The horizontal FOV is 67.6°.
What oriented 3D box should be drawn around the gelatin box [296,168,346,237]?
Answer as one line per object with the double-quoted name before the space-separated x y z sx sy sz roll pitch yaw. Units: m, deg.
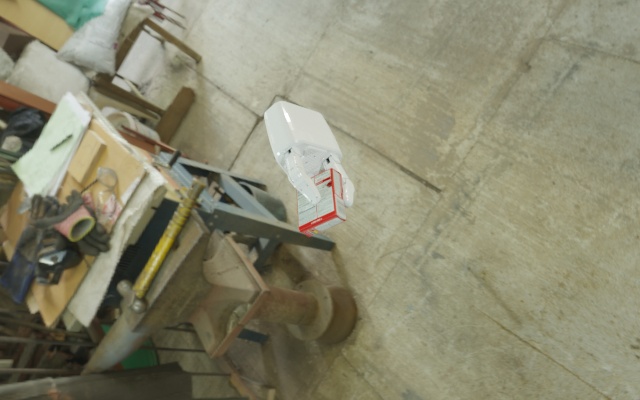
"gelatin box" 0.000 0.003 0.742 0.073 0.089 0.030 -25 -38 29
